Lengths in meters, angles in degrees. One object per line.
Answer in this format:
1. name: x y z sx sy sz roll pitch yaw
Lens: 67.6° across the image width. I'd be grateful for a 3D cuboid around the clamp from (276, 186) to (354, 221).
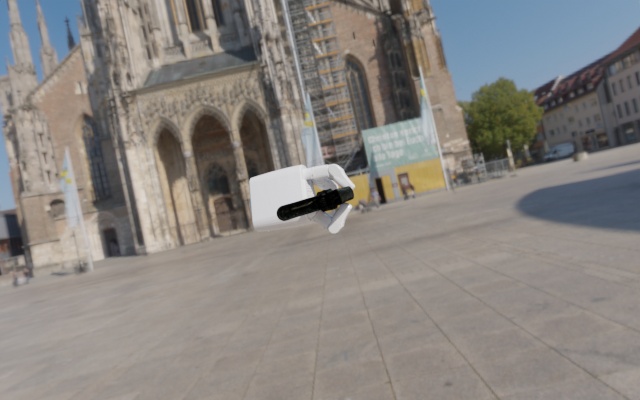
1. clamp: 0.000 0.002 0.801 0.120 0.039 0.171 -11 -1 13
